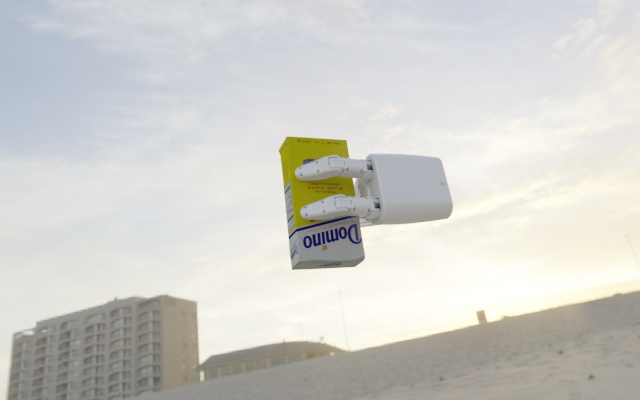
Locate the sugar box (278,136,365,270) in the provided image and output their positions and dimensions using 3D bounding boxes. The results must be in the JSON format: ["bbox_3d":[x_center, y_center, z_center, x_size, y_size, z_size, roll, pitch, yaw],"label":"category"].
[{"bbox_3d":[0.000,0.002,0.641,0.093,0.176,0.048,0,-24,-21],"label":"sugar box"}]
